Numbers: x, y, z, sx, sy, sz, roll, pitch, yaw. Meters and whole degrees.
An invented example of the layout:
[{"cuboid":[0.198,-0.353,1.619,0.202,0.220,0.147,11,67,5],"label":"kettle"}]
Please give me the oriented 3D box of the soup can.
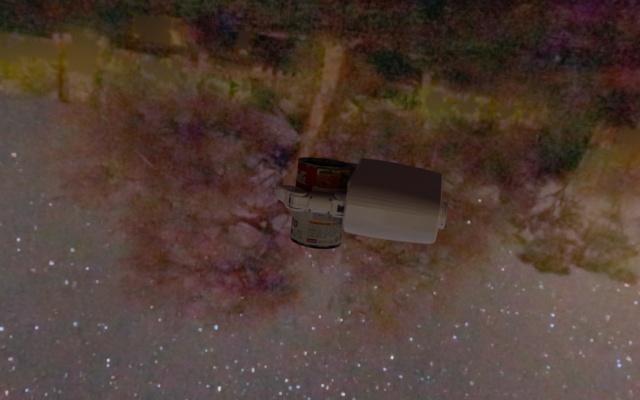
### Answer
[{"cuboid":[0.000,0.002,0.596,0.068,0.102,0.068,7,13,-2],"label":"soup can"}]
